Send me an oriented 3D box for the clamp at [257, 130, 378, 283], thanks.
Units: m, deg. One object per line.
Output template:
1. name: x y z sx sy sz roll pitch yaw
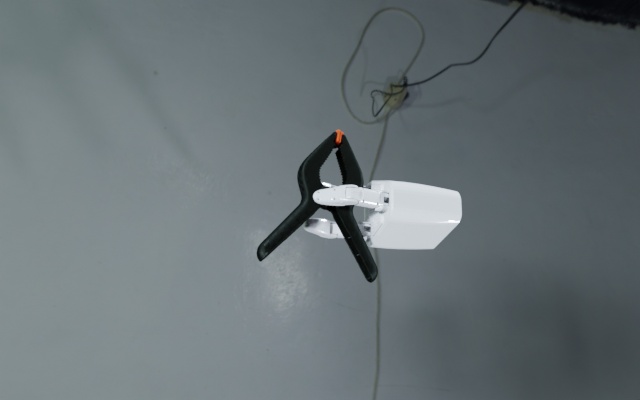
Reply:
1. clamp: 0.001 0.001 0.652 0.164 0.210 0.036 6 -16 -15
